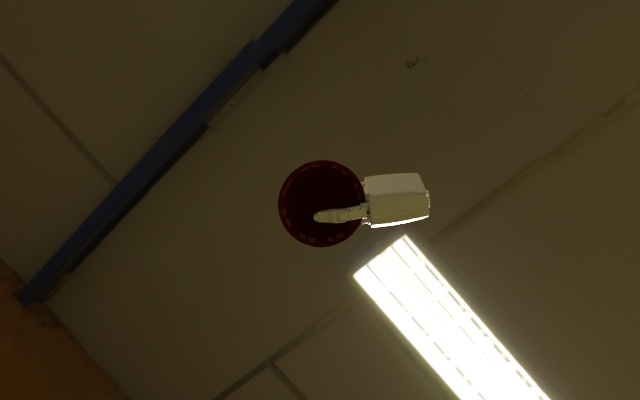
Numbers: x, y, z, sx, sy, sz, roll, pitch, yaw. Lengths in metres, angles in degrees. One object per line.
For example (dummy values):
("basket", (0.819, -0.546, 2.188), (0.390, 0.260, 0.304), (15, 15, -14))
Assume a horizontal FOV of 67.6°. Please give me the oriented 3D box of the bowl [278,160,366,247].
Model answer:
("bowl", (-0.001, 0.003, 0.893), (0.162, 0.162, 0.055), (0, 10, -8))
